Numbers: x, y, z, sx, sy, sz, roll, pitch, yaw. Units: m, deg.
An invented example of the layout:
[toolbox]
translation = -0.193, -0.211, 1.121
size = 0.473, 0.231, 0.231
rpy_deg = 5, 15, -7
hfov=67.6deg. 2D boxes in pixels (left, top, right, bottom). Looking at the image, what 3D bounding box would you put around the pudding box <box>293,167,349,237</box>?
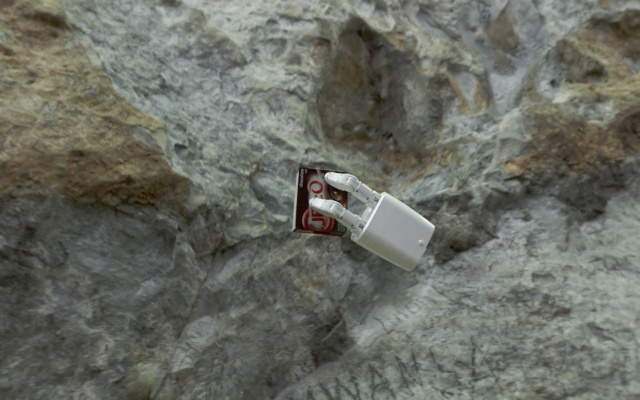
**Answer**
[pudding box]
translation = 0.000, 0.003, 0.829
size = 0.090, 0.113, 0.039
rpy_deg = 6, -17, -12
